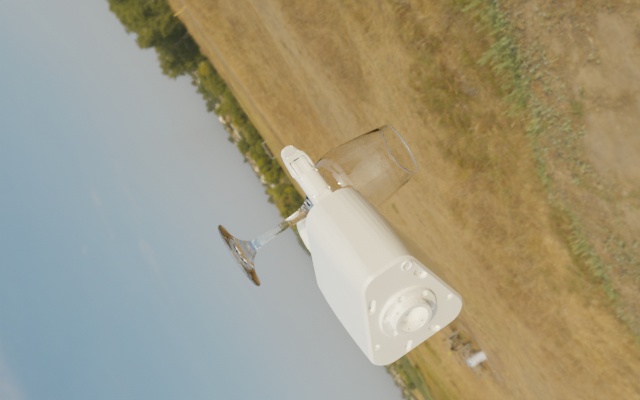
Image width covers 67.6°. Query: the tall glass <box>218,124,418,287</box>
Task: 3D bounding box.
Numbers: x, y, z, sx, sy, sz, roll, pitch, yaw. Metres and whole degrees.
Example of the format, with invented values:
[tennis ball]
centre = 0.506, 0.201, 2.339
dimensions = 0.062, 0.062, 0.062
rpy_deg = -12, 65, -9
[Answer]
[tall glass]
centre = -0.001, 0.002, 0.490
dimensions = 0.201, 0.079, 0.079
rpy_deg = -34, 3, -4
